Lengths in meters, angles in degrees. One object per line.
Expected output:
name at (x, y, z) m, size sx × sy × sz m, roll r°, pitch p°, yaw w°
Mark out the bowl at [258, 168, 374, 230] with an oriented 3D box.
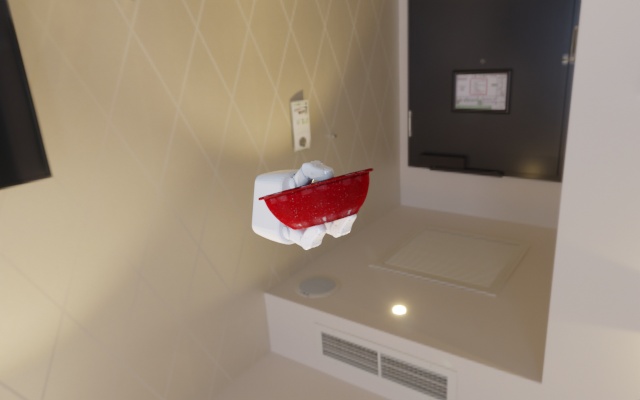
bowl at (0.001, 0.002, 0.648) m, size 0.162 × 0.055 × 0.162 m, roll -15°, pitch 1°, yaw 0°
